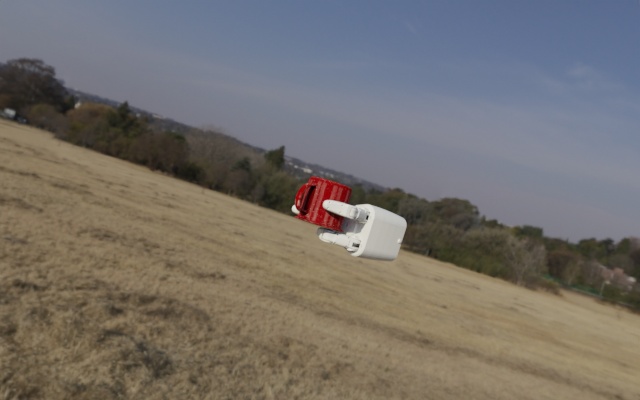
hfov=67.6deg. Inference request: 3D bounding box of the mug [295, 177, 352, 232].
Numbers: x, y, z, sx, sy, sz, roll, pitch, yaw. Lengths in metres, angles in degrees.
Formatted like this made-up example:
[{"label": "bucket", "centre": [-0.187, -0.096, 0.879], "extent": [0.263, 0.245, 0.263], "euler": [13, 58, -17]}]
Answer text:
[{"label": "mug", "centre": [-0.001, 0.002, 0.864], "extent": [0.117, 0.081, 0.093], "euler": [18, -2, -43]}]
